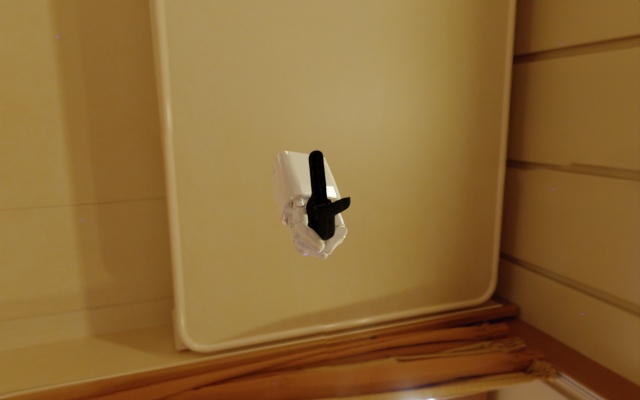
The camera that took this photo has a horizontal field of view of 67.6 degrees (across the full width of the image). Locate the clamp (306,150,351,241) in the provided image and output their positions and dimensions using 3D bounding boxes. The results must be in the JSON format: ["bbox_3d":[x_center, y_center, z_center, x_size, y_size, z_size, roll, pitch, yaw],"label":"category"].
[{"bbox_3d":[0.001,0.003,0.794,0.039,0.120,0.172,-7,-31,-21],"label":"clamp"}]
